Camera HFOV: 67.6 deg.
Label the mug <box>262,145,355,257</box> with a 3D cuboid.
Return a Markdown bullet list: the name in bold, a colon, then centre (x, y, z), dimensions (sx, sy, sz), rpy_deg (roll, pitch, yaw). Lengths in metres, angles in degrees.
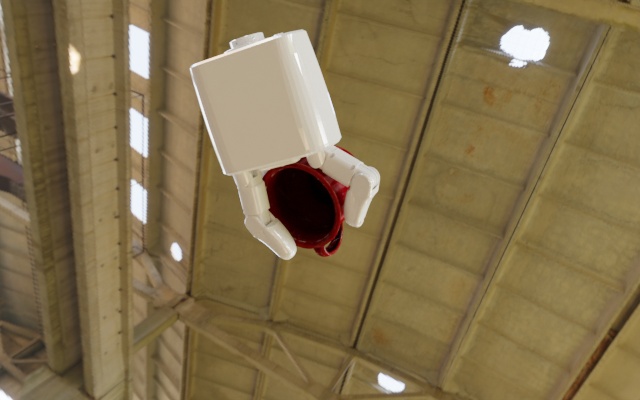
- **mug**: centre (0.001, 0.003, 0.502), dimensions (0.093, 0.117, 0.081), rpy_deg (-6, 20, 33)
